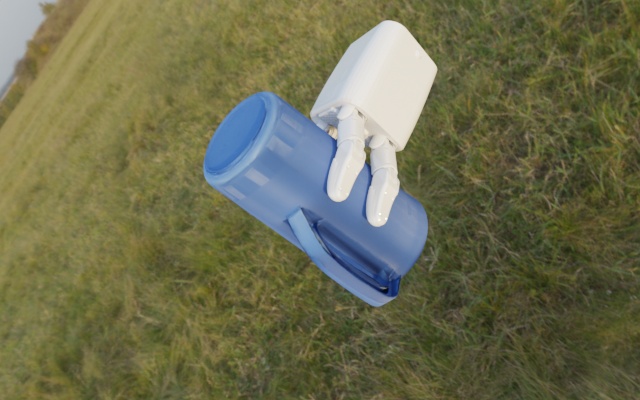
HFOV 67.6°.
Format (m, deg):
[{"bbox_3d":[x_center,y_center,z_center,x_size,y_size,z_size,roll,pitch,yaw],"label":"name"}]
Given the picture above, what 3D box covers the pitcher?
[{"bbox_3d":[0.000,0.002,0.514,0.243,0.145,0.149,36,-13,-35],"label":"pitcher"}]
